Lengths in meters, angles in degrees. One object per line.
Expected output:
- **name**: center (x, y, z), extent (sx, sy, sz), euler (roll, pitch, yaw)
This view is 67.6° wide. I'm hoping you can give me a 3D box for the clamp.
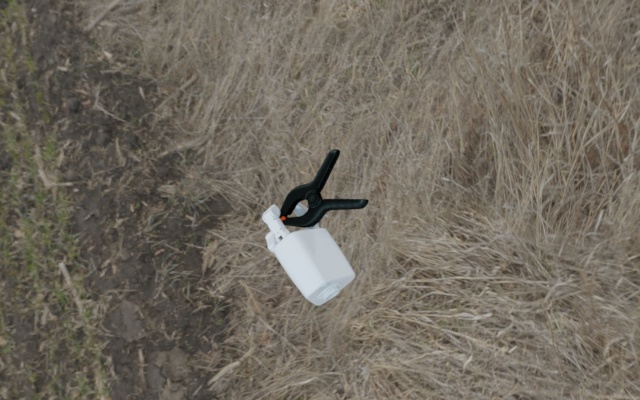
- **clamp**: center (0.000, 0.003, 0.861), extent (0.171, 0.120, 0.039), euler (-42, -25, 13)
